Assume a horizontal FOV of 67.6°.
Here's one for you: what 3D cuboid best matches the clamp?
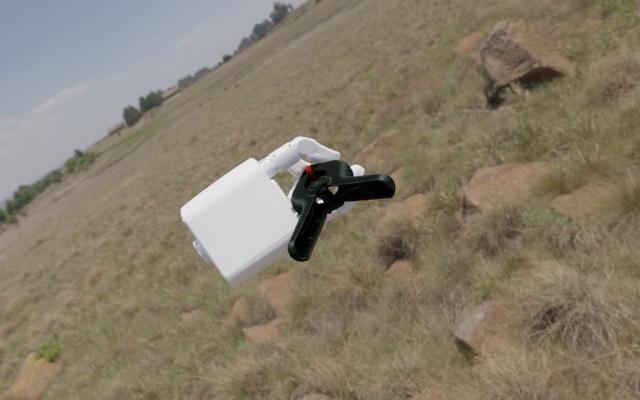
[{"bbox_3d":[0.000,0.001,0.513,0.120,0.039,0.171,-35,19,-7],"label":"clamp"}]
